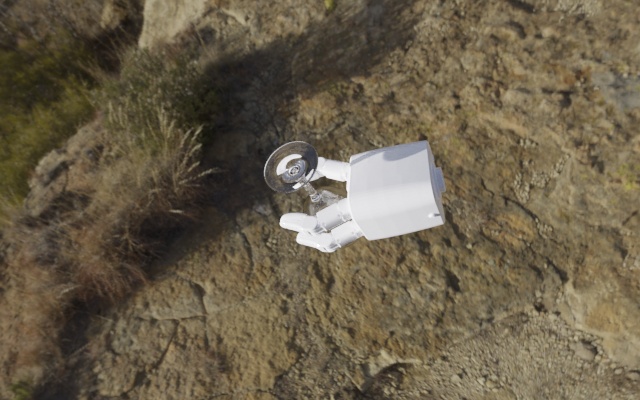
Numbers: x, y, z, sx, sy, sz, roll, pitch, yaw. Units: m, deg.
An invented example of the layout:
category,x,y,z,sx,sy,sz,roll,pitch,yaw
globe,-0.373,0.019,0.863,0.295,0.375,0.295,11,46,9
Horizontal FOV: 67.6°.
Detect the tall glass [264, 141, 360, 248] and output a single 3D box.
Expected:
category,x,y,z,sx,sy,sz,roll,pitch,yaw
tall glass,0.000,0.002,0.673,0.079,0.079,0.201,0,-27,24
